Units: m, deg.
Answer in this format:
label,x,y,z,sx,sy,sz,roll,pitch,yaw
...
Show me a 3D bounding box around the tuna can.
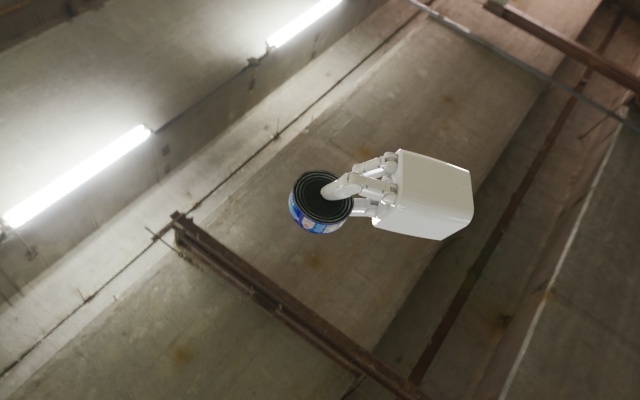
label,x,y,z,sx,sy,sz,roll,pitch,yaw
tuna can,0.000,0.002,0.650,0.086,0.086,0.034,0,-32,-20
